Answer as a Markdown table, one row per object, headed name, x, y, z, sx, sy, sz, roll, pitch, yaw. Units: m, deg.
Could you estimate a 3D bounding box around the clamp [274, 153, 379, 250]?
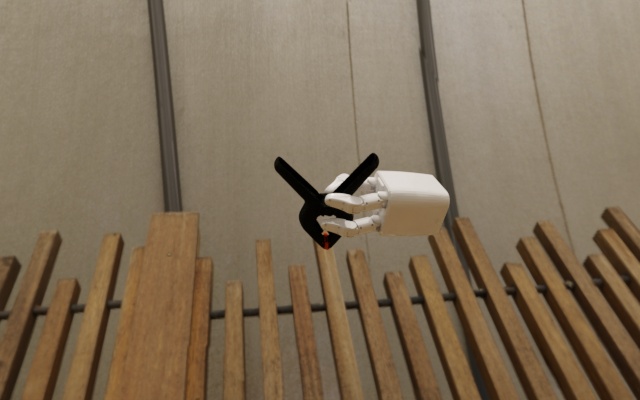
| name | x | y | z | sx | sy | sz | roll | pitch | yaw |
| --- | --- | --- | --- | --- | --- | --- | --- | --- | --- |
| clamp | 0.000 | 0.002 | 0.806 | 0.164 | 0.210 | 0.036 | 3 | 42 | -7 |
